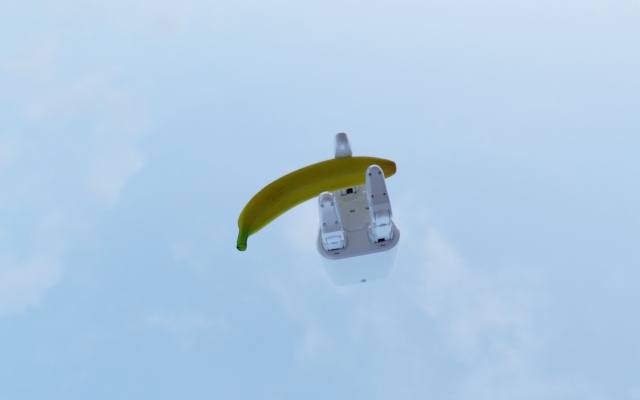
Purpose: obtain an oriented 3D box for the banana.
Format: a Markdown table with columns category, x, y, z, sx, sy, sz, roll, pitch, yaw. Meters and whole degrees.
| category | x | y | z | sx | sy | sz | roll | pitch | yaw |
| --- | --- | --- | --- | --- | --- | --- | --- | --- | --- |
| banana | -0.012 | -0.009 | 0.525 | 0.198 | 0.069 | 0.037 | -28 | -36 | -15 |
